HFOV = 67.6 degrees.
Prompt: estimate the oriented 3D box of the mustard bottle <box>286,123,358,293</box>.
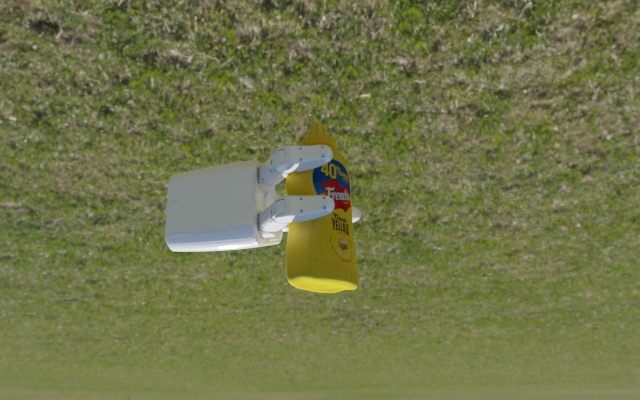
[{"bbox_3d":[0.000,0.002,0.533,0.058,0.191,0.096,-16,-24,32],"label":"mustard bottle"}]
